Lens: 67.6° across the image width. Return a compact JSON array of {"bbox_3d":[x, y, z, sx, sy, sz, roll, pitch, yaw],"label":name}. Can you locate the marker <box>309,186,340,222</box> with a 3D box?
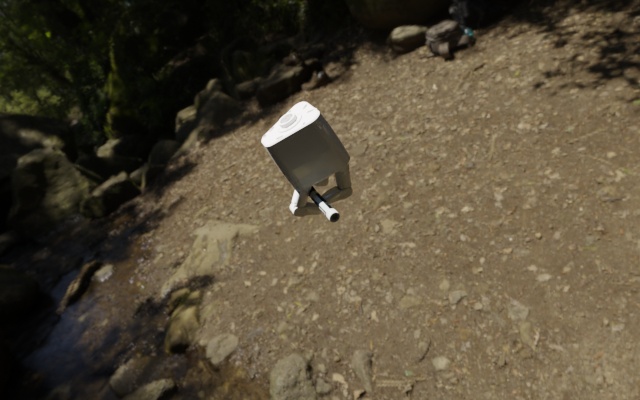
[{"bbox_3d":[0.000,0.003,0.823,0.020,0.020,0.121,0,24,-25],"label":"marker"}]
